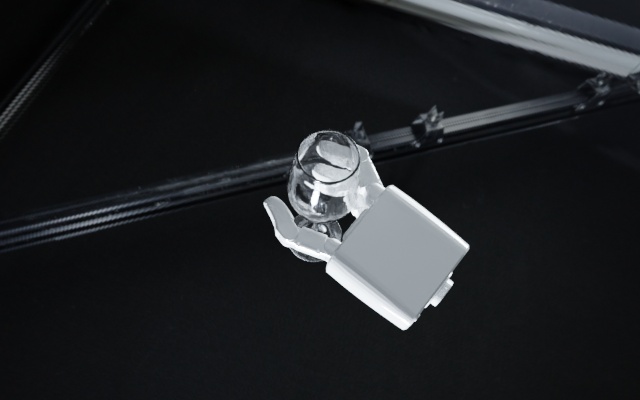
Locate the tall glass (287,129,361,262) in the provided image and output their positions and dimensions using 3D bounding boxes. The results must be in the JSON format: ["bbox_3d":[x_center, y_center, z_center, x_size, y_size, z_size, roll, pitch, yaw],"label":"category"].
[{"bbox_3d":[0.000,0.002,0.545,0.079,0.079,0.201,0,-27,-5],"label":"tall glass"}]
